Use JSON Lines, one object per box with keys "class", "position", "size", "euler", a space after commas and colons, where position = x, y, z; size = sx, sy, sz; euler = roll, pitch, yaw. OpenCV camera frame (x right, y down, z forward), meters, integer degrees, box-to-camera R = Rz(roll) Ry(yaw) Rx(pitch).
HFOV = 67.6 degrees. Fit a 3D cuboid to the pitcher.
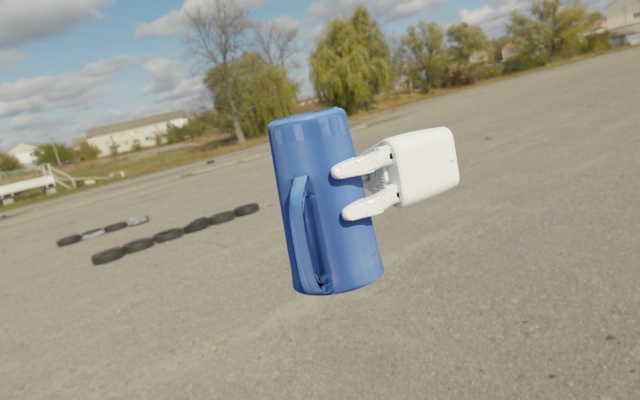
{"class": "pitcher", "position": [0.000, 0.002, 0.654], "size": [0.145, 0.243, 0.149], "euler": [-16, 11, -22]}
